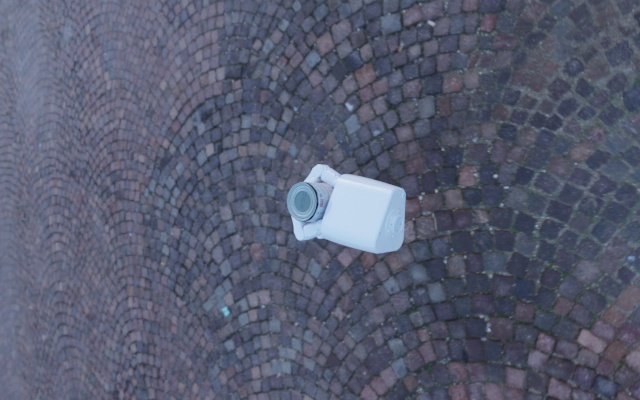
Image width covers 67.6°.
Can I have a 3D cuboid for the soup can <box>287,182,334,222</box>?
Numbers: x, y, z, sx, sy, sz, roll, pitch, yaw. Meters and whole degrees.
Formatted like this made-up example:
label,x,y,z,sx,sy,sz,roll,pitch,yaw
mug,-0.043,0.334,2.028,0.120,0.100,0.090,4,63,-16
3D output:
label,x,y,z,sx,sy,sz,roll,pitch,yaw
soup can,0.000,0.002,0.823,0.068,0.068,0.102,0,0,38
